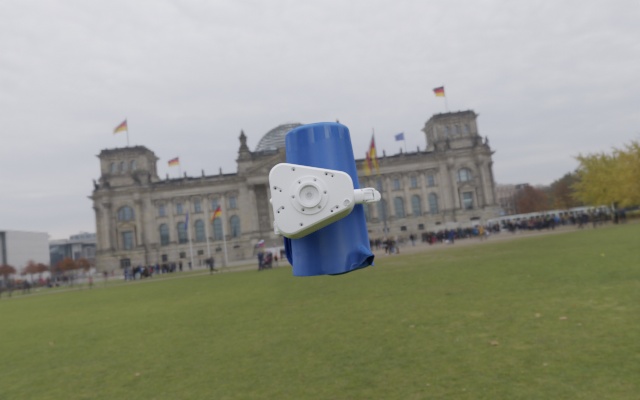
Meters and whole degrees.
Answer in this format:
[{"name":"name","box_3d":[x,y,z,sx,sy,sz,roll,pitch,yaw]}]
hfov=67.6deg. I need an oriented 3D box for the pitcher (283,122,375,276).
[{"name":"pitcher","box_3d":[0.000,0.003,0.792,0.149,0.243,0.145,-7,-5,1]}]
